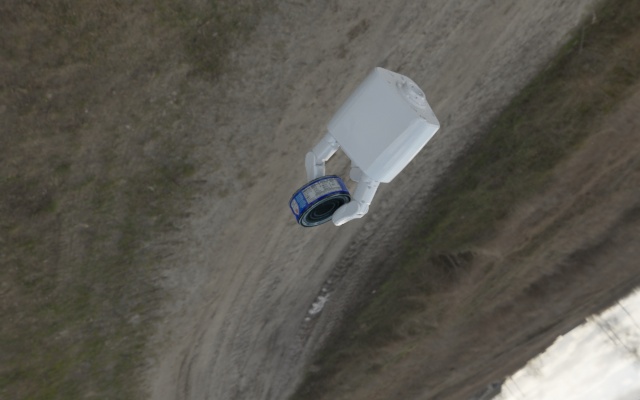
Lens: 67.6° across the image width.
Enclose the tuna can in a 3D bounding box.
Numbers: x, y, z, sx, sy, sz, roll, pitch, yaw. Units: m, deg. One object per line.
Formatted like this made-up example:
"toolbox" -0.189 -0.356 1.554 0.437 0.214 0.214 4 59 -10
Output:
"tuna can" 0.000 0.003 0.681 0.086 0.033 0.086 -24 -23 -11
